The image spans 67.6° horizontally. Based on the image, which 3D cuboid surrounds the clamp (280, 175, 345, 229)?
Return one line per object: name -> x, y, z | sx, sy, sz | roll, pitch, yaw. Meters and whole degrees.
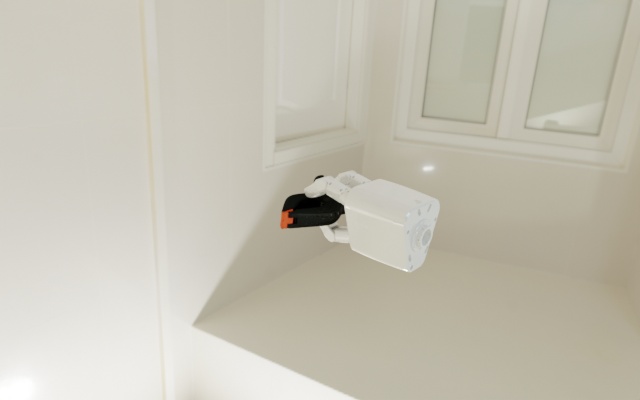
clamp -> 0.000, 0.004, 0.794 | 0.164, 0.036, 0.210 | 23, 27, 38
